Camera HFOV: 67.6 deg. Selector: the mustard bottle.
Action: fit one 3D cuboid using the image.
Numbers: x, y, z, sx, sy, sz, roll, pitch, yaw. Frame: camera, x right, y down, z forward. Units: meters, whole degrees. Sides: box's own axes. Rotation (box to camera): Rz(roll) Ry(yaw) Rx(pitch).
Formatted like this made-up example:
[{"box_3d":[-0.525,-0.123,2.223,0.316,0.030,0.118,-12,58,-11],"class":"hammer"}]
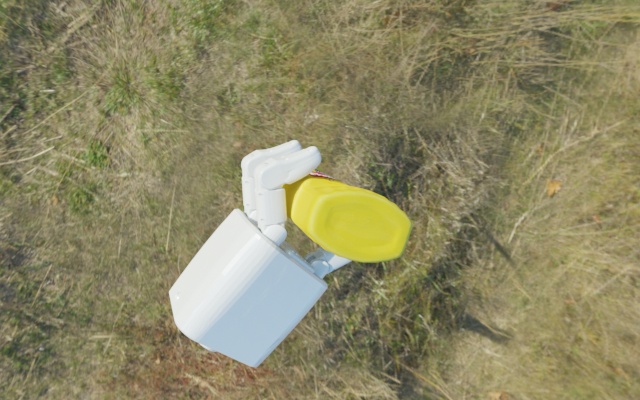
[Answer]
[{"box_3d":[0.000,0.001,0.462,0.096,0.058,0.191,15,7,-24],"class":"mustard bottle"}]
